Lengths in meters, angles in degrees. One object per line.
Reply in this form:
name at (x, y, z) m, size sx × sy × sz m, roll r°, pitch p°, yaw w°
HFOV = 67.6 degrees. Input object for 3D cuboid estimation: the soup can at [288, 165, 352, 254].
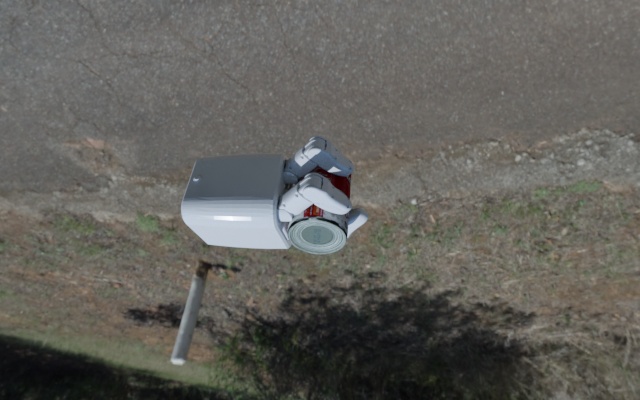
soup can at (0.001, 0.002, 0.550) m, size 0.068 × 0.102 × 0.069 m, roll 4°, pitch -39°, yaw 3°
